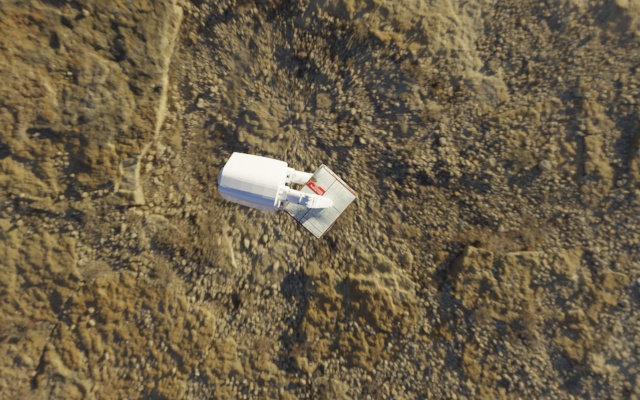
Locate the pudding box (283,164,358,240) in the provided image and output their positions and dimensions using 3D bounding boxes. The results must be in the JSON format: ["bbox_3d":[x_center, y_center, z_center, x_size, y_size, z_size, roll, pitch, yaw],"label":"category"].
[{"bbox_3d":[0.000,0.003,0.889,0.090,0.113,0.039,41,7,-4],"label":"pudding box"}]
